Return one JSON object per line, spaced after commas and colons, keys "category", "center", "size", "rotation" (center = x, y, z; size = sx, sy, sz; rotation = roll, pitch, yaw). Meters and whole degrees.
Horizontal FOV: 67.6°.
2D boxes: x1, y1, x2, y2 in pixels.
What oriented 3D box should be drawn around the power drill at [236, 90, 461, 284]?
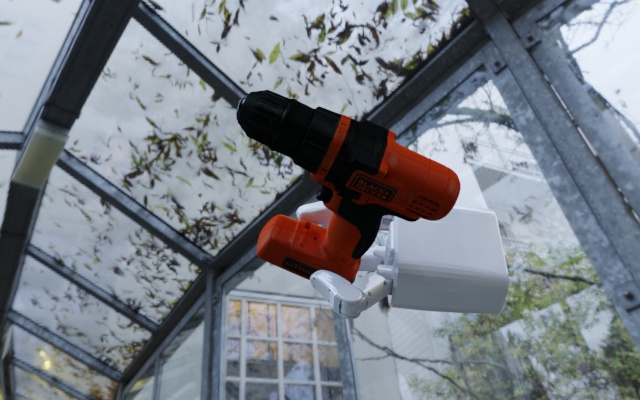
{"category": "power drill", "center": [0.000, 0.002, 0.424], "size": [0.184, 0.057, 0.188], "rotation": [25, -38, -5]}
